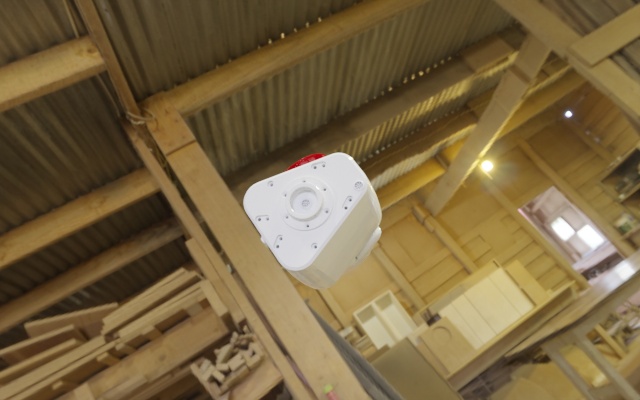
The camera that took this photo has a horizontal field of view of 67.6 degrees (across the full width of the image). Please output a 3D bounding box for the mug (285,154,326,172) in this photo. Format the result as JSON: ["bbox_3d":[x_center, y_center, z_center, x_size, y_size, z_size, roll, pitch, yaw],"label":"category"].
[{"bbox_3d":[0.000,0.002,0.585,0.093,0.081,0.117,-36,-20,-1],"label":"mug"}]
